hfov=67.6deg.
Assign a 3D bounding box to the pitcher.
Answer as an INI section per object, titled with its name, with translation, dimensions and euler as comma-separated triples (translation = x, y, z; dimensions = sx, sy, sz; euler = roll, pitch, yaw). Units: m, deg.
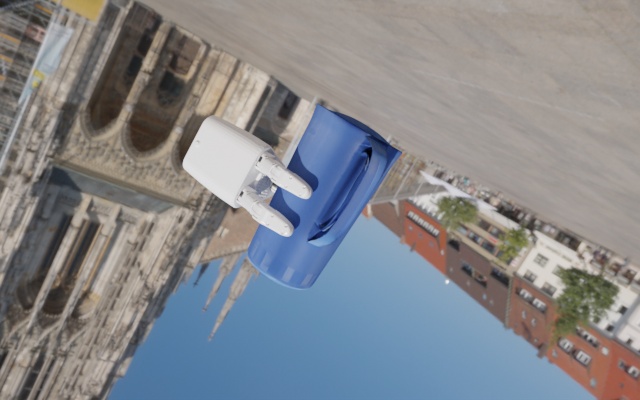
[pitcher]
translation = 0.000, 0.002, 0.657
dimensions = 0.145, 0.243, 0.149
euler = 33, 10, 20
